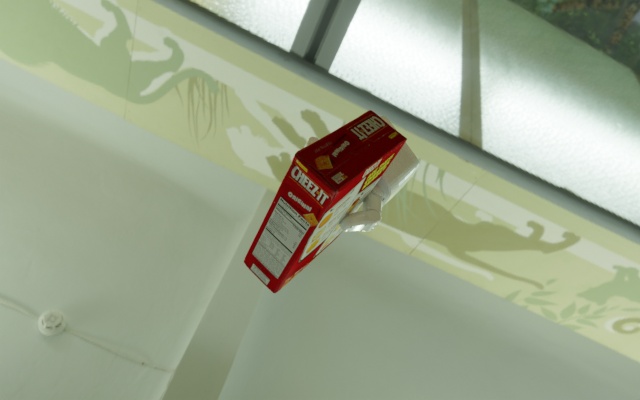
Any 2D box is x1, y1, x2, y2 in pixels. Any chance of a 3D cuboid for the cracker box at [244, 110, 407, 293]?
[{"bbox_3d":[0.000,0.002,0.618,0.164,0.072,0.214,-37,-16,-45],"label":"cracker box"}]
